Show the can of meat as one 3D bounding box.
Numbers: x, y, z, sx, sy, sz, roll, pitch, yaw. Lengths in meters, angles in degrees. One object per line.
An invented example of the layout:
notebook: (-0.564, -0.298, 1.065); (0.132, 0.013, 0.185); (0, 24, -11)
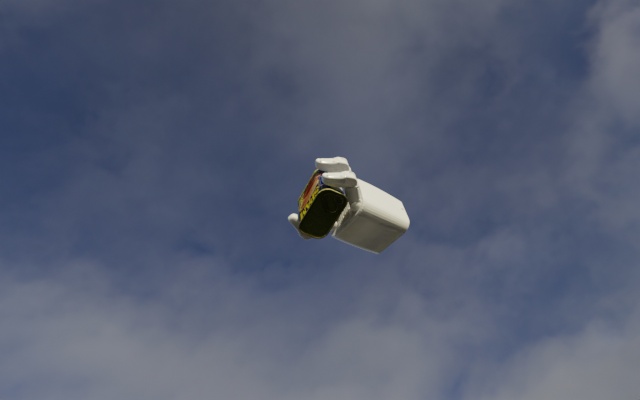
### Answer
can of meat: (0.000, 0.003, 0.858); (0.057, 0.102, 0.084); (22, 27, -19)
